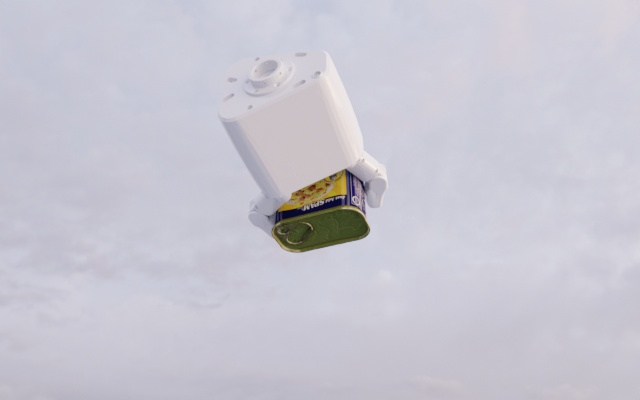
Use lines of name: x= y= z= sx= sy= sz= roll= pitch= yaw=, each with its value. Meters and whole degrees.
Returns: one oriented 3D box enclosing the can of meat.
can of meat: x=0.000 y=0.001 z=0.527 sx=0.102 sy=0.083 sz=0.057 roll=-14 pitch=-42 yaw=16
